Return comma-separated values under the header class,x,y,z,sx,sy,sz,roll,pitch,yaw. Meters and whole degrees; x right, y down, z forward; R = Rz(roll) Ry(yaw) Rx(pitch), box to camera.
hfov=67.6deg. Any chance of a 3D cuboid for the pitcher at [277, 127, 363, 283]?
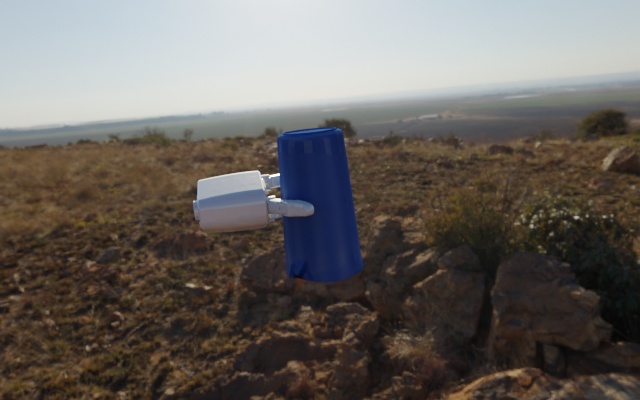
class,x,y,z,sx,sy,sz,roll,pitch,yaw
pitcher,0.000,0.003,0.801,0.145,0.243,0.149,-8,13,-10
